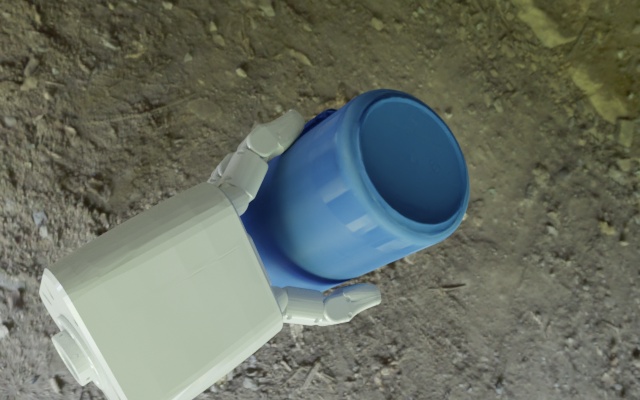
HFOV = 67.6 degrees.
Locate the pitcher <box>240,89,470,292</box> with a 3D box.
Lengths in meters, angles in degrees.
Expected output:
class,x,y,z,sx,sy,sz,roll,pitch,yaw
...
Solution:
class,x,y,z,sx,sy,sz,roll,pitch,yaw
pitcher,0.000,0.001,0.401,0.145,0.149,0.243,-30,-1,-36
